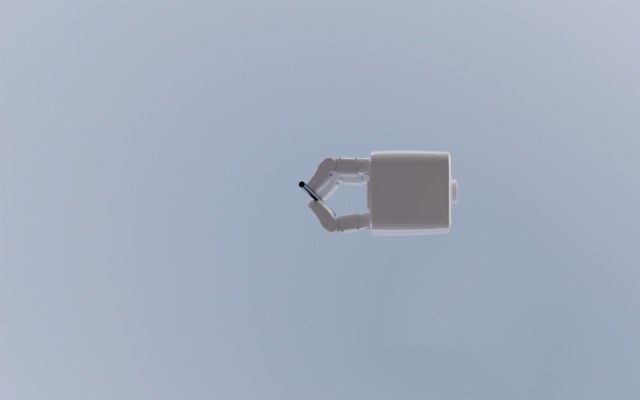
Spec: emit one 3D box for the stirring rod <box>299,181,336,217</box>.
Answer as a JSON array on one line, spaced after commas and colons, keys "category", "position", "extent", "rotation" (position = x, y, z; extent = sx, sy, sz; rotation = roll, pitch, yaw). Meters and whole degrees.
[{"category": "stirring rod", "position": [0.000, 0.002, 0.705], "extent": [0.011, 0.011, 0.239], "rotation": [0, -11, 11]}]
